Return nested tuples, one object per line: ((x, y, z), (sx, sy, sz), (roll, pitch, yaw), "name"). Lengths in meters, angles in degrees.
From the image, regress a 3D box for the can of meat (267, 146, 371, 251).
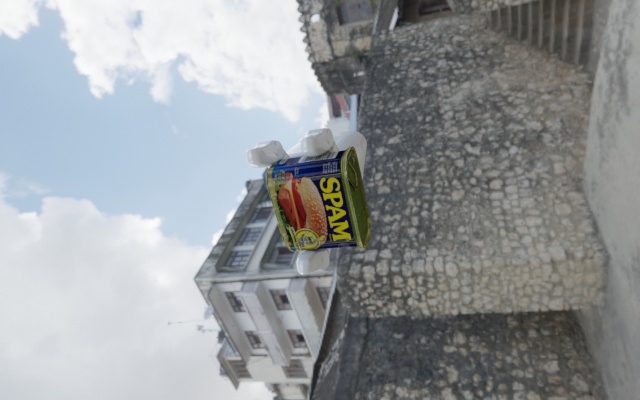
((0.000, 0.002, 0.491), (0.084, 0.102, 0.057), (-6, 23, 18), "can of meat")
